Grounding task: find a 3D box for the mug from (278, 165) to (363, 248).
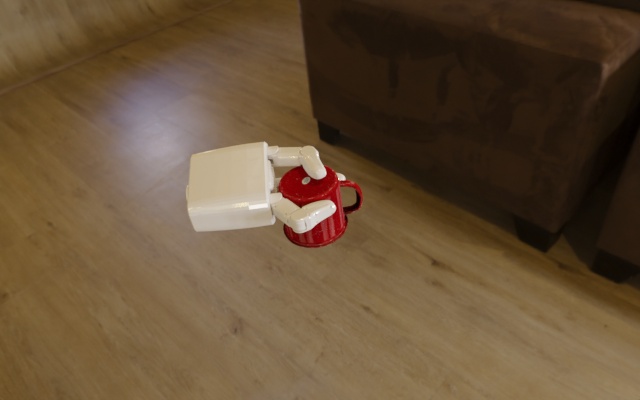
[{"bbox_3d":[0.002,0.002,0.653,0.117,0.082,0.093,-9,40,0],"label":"mug"}]
